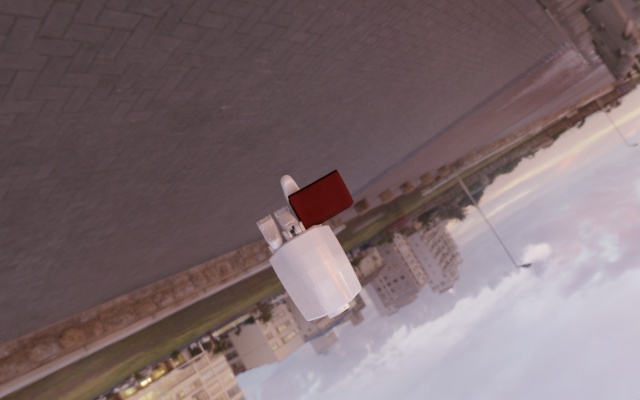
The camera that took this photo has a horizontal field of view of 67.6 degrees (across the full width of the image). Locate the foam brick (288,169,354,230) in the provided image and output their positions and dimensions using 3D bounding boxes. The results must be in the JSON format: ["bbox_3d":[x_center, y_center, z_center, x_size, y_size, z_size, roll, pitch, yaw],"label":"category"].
[{"bbox_3d":[0.000,0.002,0.664,0.078,0.051,0.053,-30,-8,-6],"label":"foam brick"}]
